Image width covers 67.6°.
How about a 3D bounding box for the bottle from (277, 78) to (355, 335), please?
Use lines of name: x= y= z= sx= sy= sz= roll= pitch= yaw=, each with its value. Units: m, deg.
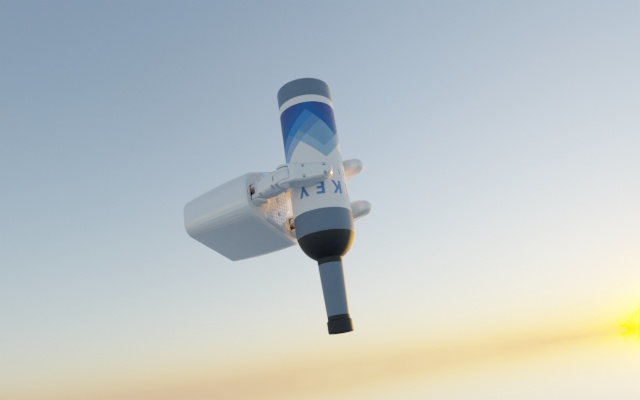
bottle: x=0.000 y=0.002 z=0.549 sx=0.069 sy=0.295 sz=0.069 roll=-8 pitch=-20 yaw=-3
